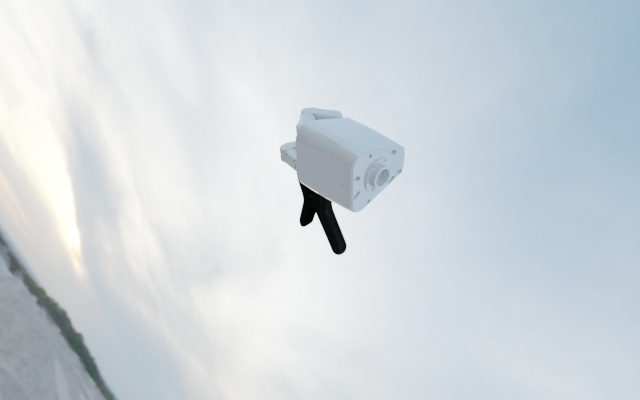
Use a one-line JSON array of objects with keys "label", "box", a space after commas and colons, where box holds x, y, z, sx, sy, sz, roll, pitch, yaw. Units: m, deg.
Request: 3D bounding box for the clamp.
[{"label": "clamp", "box": [0.001, 0.002, 0.744, 0.039, 0.172, 0.120, -30, 46, -27]}]
